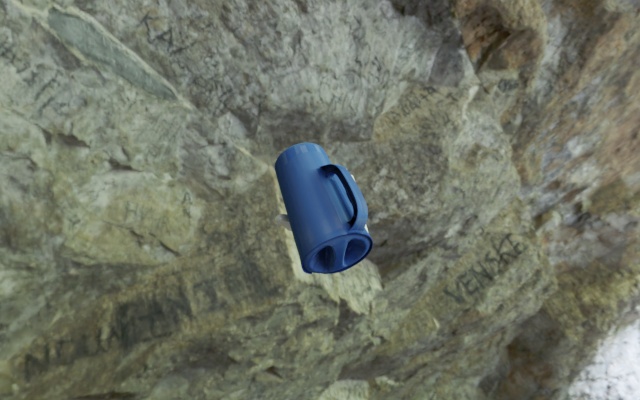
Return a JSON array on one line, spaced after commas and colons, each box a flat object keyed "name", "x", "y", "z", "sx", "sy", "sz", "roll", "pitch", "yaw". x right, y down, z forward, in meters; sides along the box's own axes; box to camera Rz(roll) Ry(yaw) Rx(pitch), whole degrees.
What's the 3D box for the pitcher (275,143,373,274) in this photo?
[{"name": "pitcher", "x": 0.000, "y": 0.003, "z": 0.893, "sx": 0.149, "sy": 0.242, "sz": 0.145, "roll": -24, "pitch": -33, "yaw": 3}]
